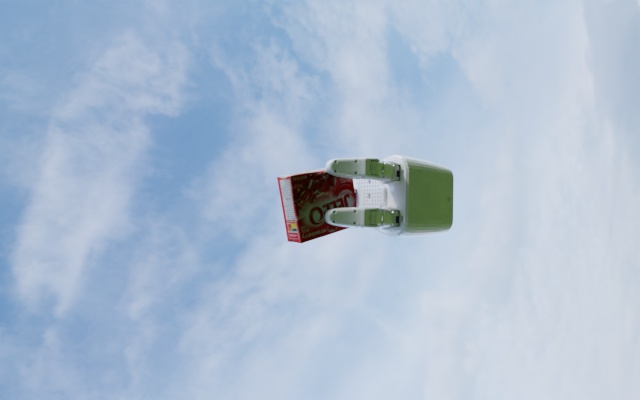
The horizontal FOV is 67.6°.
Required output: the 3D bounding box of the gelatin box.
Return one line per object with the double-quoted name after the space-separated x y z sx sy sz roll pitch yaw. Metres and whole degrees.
0.000 0.002 0.534 0.089 0.073 0.030 -13 8 -37 "gelatin box"
